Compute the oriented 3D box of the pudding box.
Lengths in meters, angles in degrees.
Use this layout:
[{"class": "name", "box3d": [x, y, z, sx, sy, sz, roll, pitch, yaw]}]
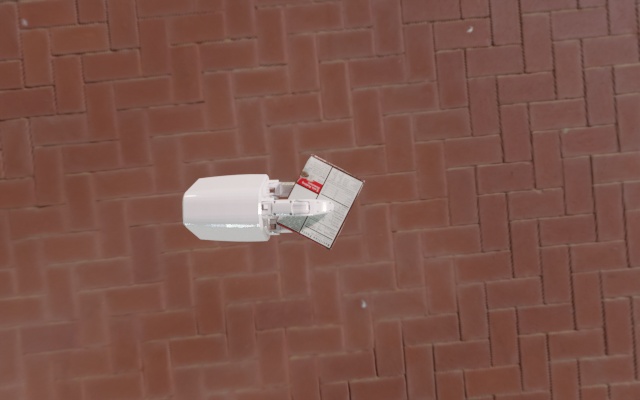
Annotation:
[{"class": "pudding box", "box3d": [0.000, 0.002, 0.687, 0.090, 0.113, 0.039, 27, 2, 1]}]
